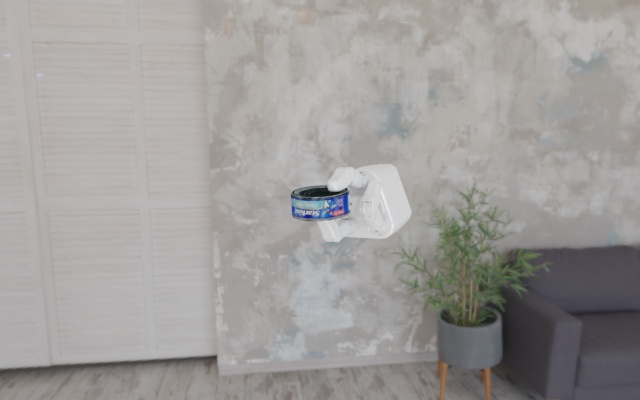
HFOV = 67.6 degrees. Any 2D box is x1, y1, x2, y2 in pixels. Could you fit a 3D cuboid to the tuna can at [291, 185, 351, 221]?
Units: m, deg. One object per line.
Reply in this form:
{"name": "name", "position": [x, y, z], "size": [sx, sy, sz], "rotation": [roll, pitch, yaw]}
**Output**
{"name": "tuna can", "position": [0.000, 0.002, 0.686], "size": [0.086, 0.034, 0.086], "rotation": [-3, 13, 1]}
